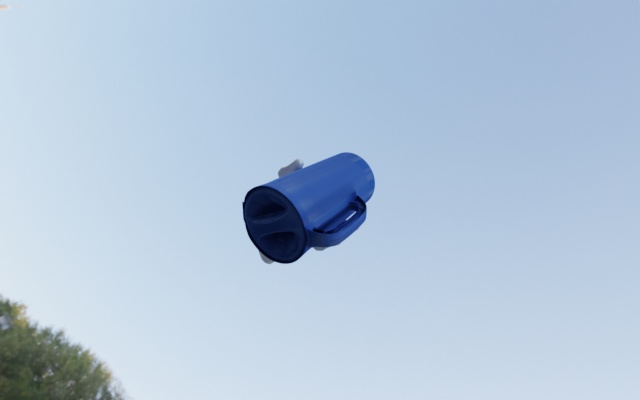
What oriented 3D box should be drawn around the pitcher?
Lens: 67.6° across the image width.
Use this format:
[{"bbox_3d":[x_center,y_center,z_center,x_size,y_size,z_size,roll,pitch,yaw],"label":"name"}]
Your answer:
[{"bbox_3d":[0.000,0.003,0.822,0.242,0.149,0.145,-31,-5,-46],"label":"pitcher"}]
